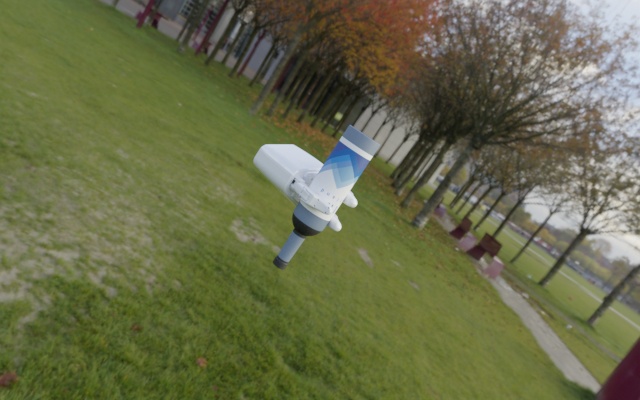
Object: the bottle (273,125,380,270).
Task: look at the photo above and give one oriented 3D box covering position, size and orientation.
[{"bbox_3d":[0.000,0.003,0.883,0.069,0.296,0.069,32,10,-7],"label":"bottle"}]
